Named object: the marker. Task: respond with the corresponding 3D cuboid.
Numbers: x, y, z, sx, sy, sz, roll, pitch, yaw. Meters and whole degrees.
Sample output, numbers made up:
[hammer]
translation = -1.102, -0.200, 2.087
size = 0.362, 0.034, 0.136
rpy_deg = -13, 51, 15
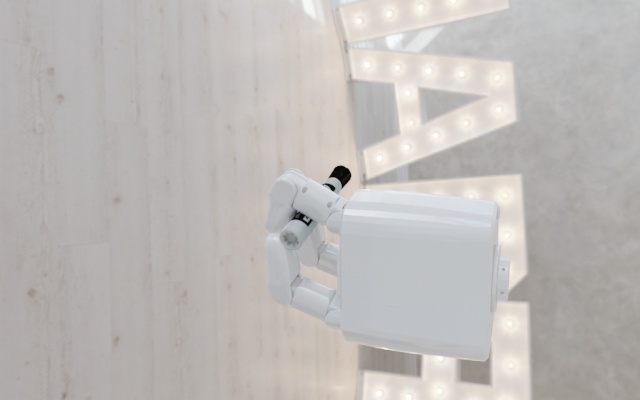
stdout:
[marker]
translation = 0.000, 0.001, 0.404
size = 0.020, 0.020, 0.121
rpy_deg = 0, 28, 25
